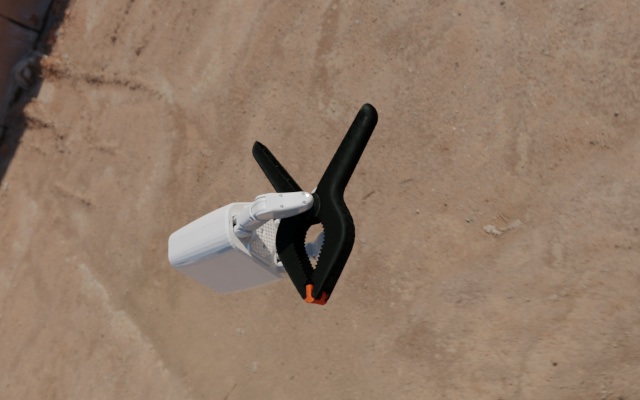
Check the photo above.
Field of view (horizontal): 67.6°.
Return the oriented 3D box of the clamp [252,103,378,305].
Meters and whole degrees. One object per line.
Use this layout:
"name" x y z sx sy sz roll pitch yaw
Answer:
"clamp" -0.001 0.002 0.508 0.164 0.210 0.036 -21 -26 29
